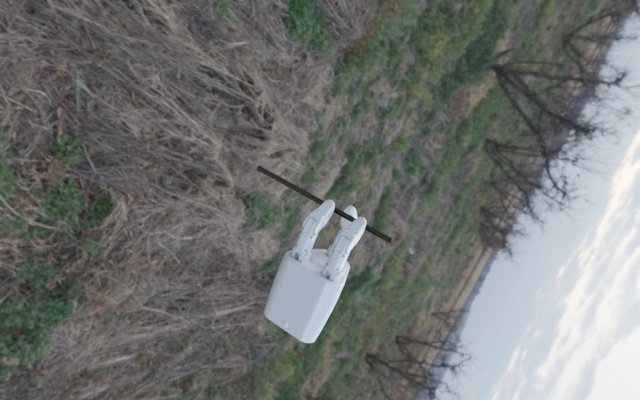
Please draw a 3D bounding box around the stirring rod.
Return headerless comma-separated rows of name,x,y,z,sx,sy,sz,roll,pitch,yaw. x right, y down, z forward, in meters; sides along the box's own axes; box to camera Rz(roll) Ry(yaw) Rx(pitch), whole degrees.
stirring rod,0.000,0.002,0.717,0.239,0.011,0.011,29,11,20
